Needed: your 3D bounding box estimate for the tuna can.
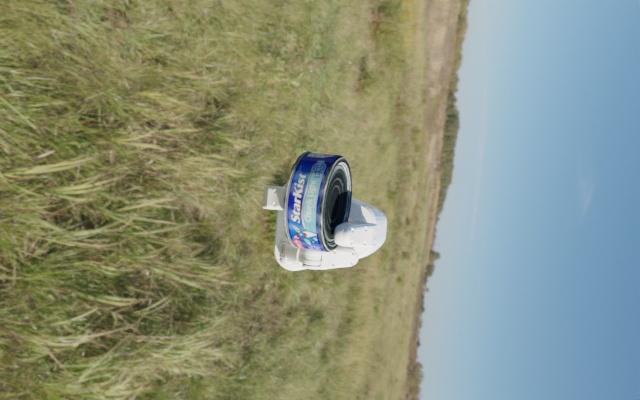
[{"bbox_3d":[0.001,0.001,0.417,0.034,0.086,0.086,8,2,19],"label":"tuna can"}]
